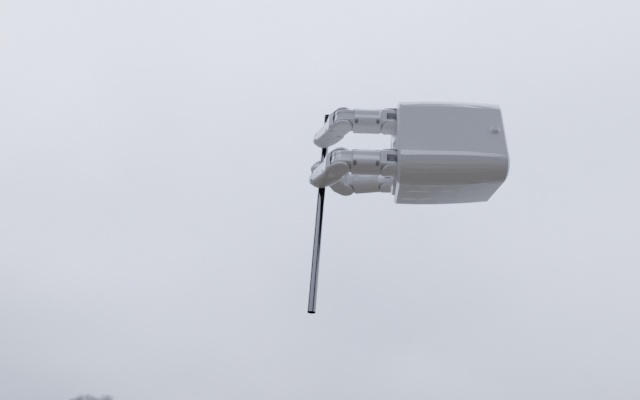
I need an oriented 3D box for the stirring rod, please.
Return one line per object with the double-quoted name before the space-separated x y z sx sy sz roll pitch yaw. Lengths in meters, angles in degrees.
"stirring rod" 0.000 0.002 0.504 0.011 0.239 0.011 3 -32 2
